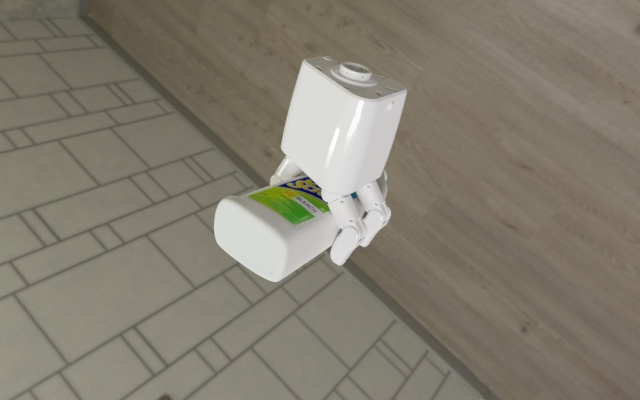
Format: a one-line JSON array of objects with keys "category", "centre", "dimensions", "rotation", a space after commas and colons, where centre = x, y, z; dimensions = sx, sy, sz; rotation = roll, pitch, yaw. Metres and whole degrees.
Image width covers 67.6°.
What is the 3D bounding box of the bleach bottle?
[{"category": "bleach bottle", "centre": [0.000, 0.002, 0.570], "dimensions": [0.102, 0.068, 0.250], "rotation": [31, 35, 24]}]
